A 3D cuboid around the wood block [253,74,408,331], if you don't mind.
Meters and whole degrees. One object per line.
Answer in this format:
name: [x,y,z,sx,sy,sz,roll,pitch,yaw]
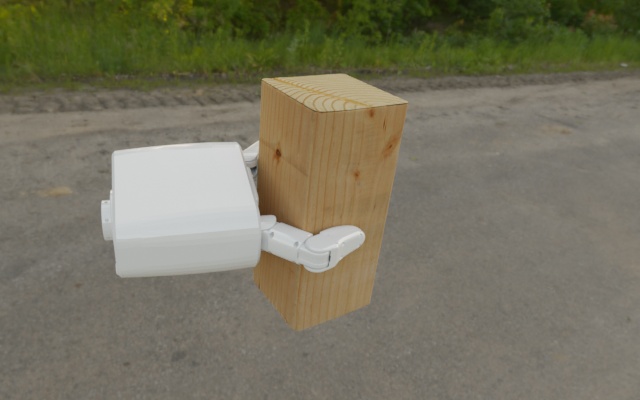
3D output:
wood block: [0.000,0.002,0.433,0.090,0.206,0.090,-13,34,-32]
